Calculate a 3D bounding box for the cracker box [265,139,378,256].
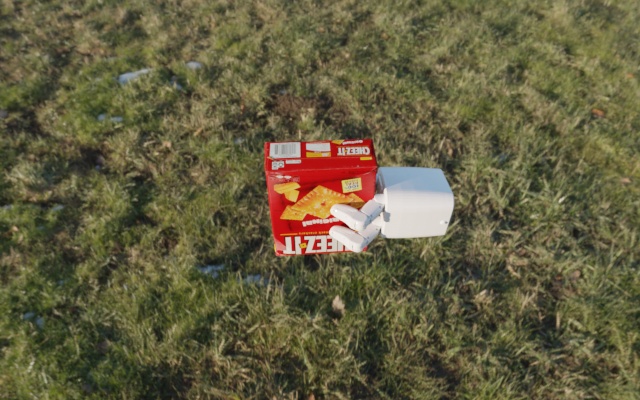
[{"bbox_3d":[0.000,0.002,0.772,0.164,0.072,0.214,-2,-42,-2],"label":"cracker box"}]
